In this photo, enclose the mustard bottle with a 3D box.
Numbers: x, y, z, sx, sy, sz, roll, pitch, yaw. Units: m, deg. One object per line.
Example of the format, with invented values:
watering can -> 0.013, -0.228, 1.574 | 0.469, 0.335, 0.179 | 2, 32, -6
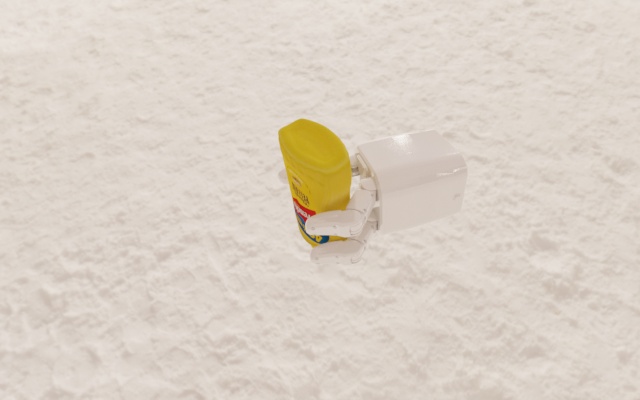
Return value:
mustard bottle -> 0.000, 0.002, 0.567 | 0.058, 0.192, 0.096 | -32, 53, -20
